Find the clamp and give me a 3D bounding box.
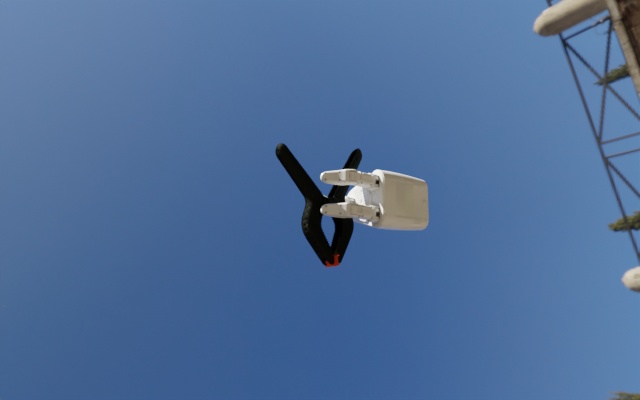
[{"bbox_3d":[0.000,0.003,0.785,0.164,0.210,0.036,7,-14,-29],"label":"clamp"}]
